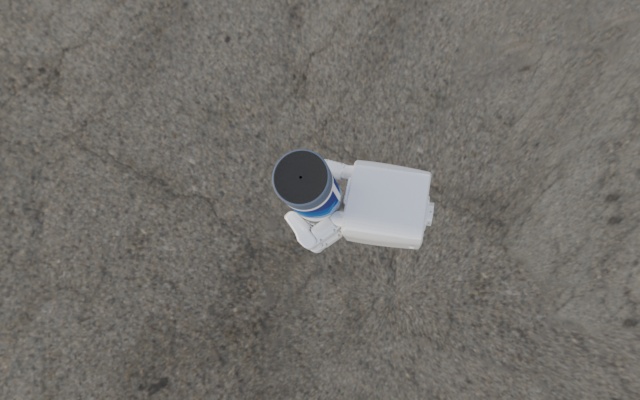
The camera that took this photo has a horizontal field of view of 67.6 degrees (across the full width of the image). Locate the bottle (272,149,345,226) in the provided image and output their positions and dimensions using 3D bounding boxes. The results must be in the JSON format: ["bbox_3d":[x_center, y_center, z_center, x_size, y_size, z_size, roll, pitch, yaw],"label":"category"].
[{"bbox_3d":[0.000,0.002,0.677,0.069,0.069,0.296,0,-11,9],"label":"bottle"}]
